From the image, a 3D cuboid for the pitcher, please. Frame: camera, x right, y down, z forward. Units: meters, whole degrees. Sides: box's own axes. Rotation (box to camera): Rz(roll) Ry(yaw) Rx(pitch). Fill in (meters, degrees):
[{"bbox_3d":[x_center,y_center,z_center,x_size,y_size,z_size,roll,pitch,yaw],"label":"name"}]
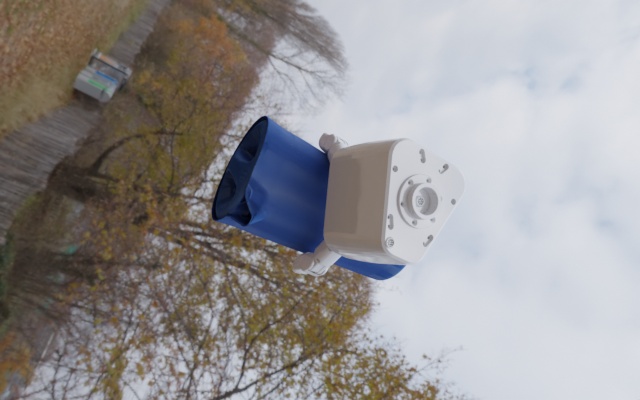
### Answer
[{"bbox_3d":[0.000,0.002,0.597,0.243,0.149,0.145,27,-14,-23],"label":"pitcher"}]
